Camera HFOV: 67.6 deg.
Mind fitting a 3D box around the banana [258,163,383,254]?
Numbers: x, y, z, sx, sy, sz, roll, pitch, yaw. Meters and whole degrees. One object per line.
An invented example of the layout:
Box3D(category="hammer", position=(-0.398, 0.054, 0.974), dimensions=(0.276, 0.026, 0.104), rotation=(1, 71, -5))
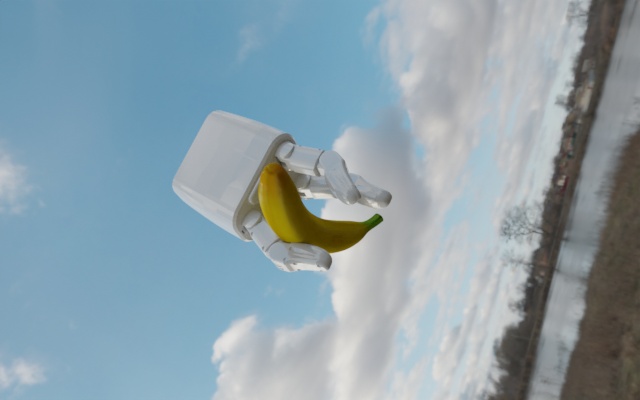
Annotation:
Box3D(category="banana", position=(-0.008, 0.018, 0.463), dimensions=(0.037, 0.069, 0.198), rotation=(36, 7, 34))
